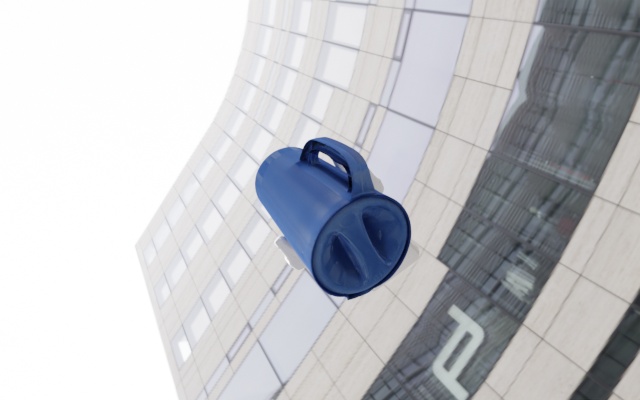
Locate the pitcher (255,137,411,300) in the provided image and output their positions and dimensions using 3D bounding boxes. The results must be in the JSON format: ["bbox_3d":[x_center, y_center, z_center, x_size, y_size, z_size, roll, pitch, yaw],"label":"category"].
[{"bbox_3d":[0.000,0.002,0.635,0.145,0.149,0.242,36,3,-36],"label":"pitcher"}]
